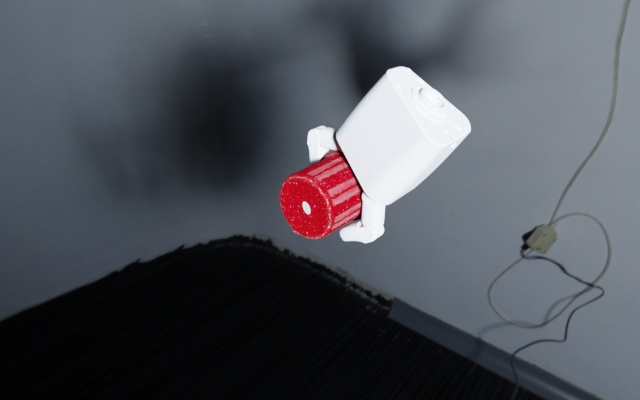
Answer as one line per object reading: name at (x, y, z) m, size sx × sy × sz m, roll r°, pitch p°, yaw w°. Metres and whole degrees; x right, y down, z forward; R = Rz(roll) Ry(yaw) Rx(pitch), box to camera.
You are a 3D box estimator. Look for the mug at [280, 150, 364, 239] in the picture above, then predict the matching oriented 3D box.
mug at (-0.001, 0.003, 0.582) m, size 0.081 × 0.093 × 0.117 m, roll -29°, pitch -16°, yaw -45°
